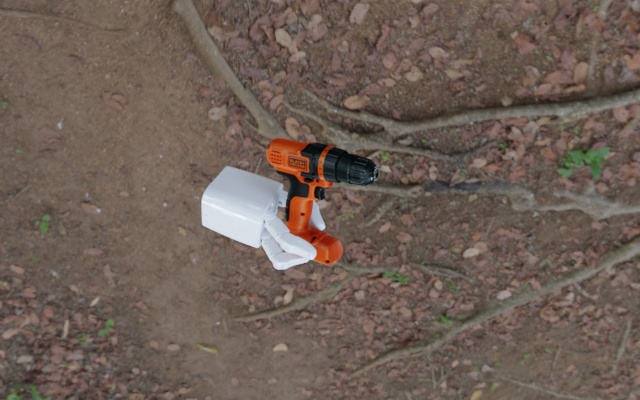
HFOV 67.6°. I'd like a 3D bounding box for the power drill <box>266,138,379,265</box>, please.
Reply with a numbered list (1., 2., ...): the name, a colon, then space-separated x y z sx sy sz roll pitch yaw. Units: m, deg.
1. power drill: 0.000 0.003 0.744 0.184 0.188 0.057 17 28 29
